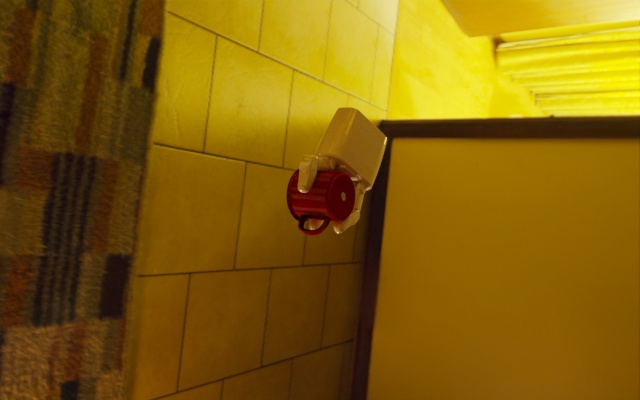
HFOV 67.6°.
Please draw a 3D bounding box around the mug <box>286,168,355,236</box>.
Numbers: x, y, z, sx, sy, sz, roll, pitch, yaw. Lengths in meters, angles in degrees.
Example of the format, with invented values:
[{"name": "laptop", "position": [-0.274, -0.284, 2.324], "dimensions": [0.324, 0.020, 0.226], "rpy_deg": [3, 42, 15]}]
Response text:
[{"name": "mug", "position": [0.000, 0.004, 0.783], "dimensions": [0.081, 0.117, 0.093], "rpy_deg": [4, -26, 36]}]
